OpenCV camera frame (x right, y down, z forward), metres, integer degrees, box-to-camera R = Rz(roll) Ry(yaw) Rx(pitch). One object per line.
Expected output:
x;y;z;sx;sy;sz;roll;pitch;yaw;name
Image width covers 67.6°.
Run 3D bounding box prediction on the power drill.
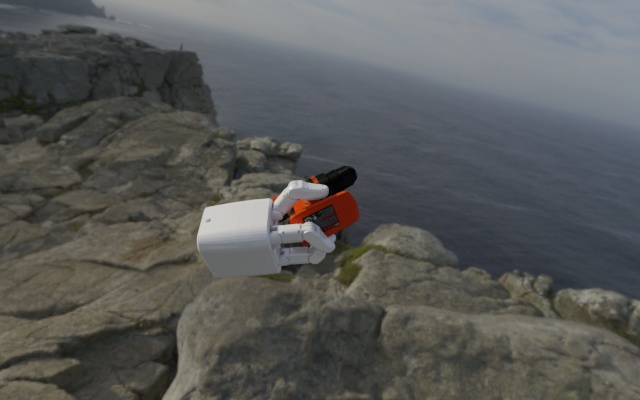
0.000;0.003;0.797;0.184;0.057;0.187;-28;16;-7;power drill
